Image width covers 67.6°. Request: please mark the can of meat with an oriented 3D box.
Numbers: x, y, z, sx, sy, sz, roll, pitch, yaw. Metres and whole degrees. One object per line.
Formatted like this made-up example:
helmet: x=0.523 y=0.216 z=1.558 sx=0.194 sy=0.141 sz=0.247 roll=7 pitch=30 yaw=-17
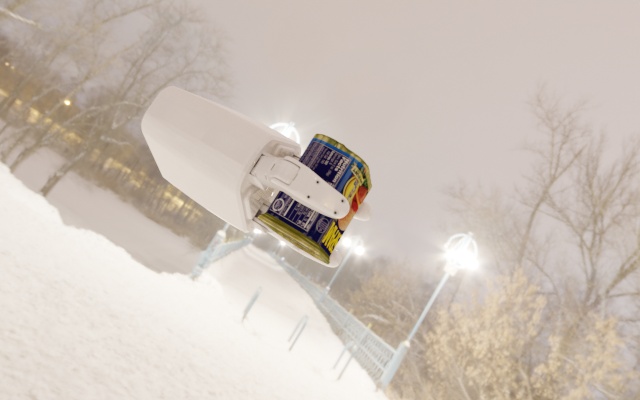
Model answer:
can of meat: x=0.000 y=0.001 z=0.409 sx=0.057 sy=0.084 sz=0.102 roll=29 pitch=-8 yaw=14
